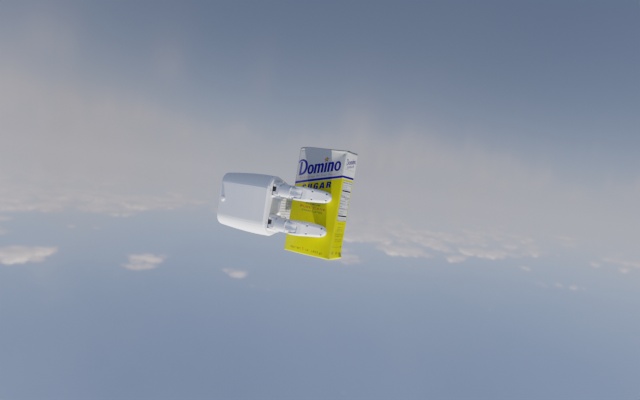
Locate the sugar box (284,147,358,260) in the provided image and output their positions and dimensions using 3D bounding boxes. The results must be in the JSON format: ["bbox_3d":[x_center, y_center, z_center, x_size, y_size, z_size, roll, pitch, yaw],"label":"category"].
[{"bbox_3d":[0.000,0.003,0.788,0.093,0.176,0.048,9,2,31],"label":"sugar box"}]
